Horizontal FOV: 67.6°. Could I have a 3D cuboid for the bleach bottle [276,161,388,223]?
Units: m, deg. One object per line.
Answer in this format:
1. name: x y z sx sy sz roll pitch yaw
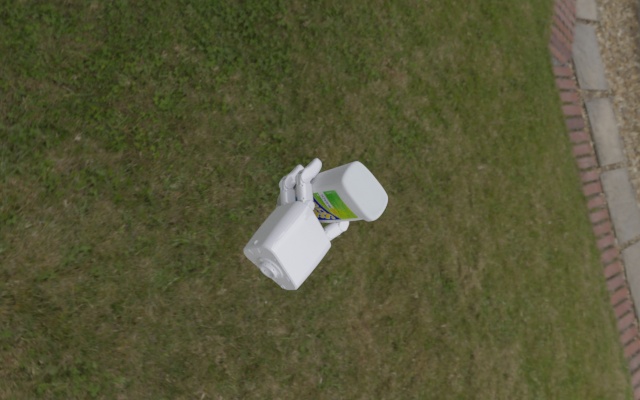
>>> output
1. bleach bottle: 0.000 0.003 0.872 0.251 0.102 0.068 -16 30 52
